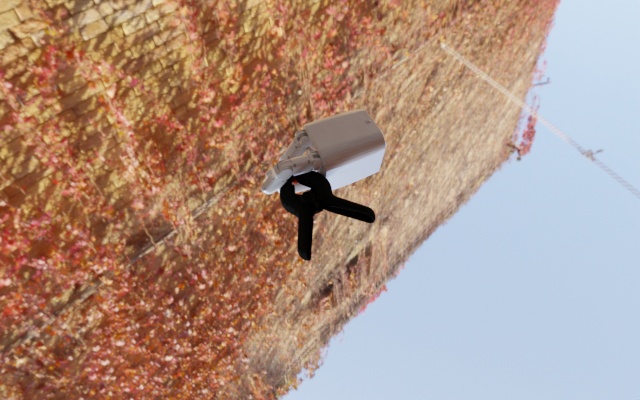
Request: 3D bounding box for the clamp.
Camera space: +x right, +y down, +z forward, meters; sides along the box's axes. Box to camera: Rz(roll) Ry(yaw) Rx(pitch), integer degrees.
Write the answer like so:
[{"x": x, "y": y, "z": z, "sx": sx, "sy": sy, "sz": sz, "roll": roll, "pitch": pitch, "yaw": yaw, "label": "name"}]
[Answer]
[{"x": 0.000, "y": 0.003, "z": 0.703, "sx": 0.120, "sy": 0.171, "sz": 0.039, "roll": -19, "pitch": -40, "yaw": -10, "label": "clamp"}]
